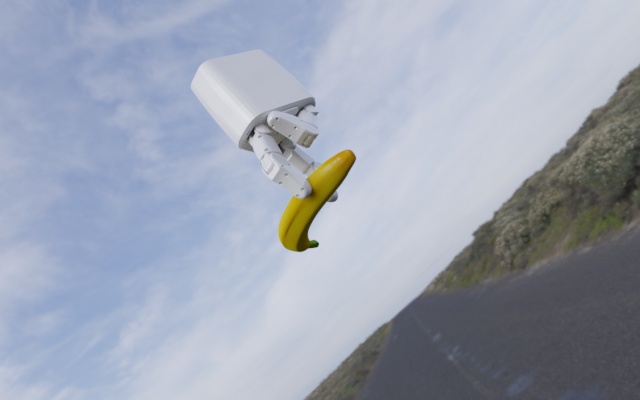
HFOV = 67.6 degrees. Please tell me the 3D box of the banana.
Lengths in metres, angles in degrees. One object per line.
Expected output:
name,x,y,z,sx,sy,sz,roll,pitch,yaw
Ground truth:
banana,-0.014,0.012,0.569,0.069,0.037,0.198,-31,-20,-32
